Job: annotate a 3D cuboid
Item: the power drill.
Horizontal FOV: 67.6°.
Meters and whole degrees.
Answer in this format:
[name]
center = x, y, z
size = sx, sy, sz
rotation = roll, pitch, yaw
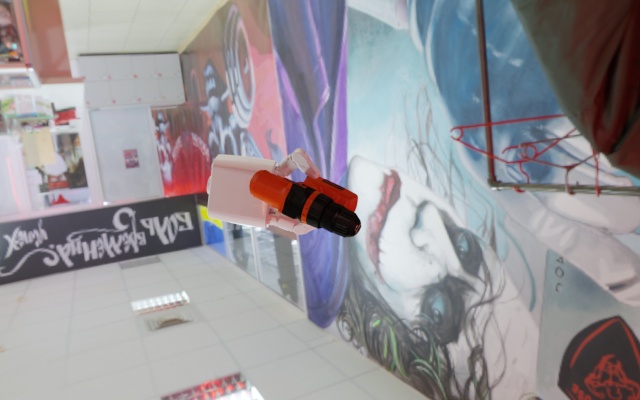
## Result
[power drill]
center = 0.000, 0.002, 0.771
size = 0.184, 0.057, 0.187
rotation = 26, 9, 18
